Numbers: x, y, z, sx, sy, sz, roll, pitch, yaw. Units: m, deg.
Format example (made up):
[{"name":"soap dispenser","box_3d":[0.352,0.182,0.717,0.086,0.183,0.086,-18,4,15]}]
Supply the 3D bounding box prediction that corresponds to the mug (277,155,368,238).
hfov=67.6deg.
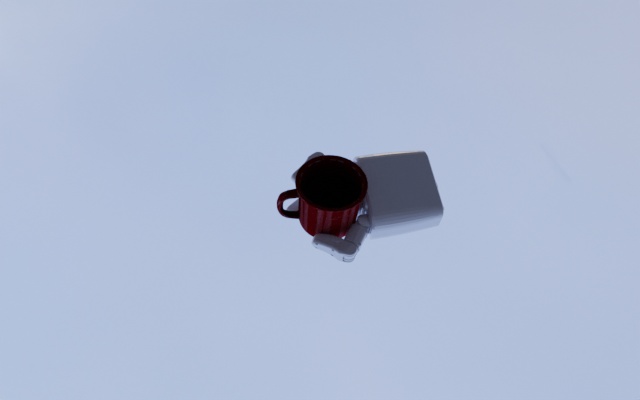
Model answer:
[{"name":"mug","box_3d":[-0.001,0.002,0.634,0.117,0.093,0.082,-9,-35,-11]}]
